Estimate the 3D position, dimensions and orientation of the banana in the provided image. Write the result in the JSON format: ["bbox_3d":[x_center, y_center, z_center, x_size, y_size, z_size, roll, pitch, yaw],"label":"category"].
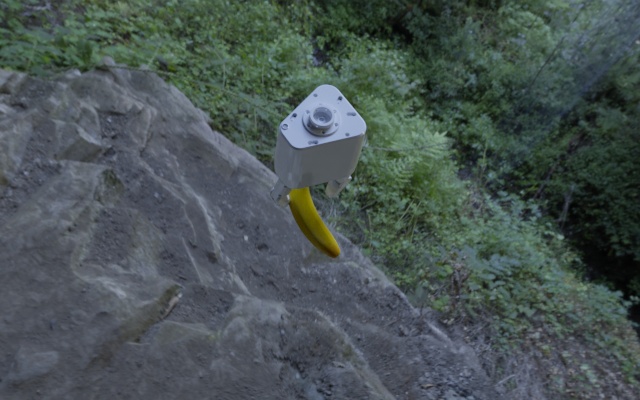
[{"bbox_3d":[-0.019,0.001,0.768,0.069,0.197,0.037,-5,-25,-13],"label":"banana"}]
